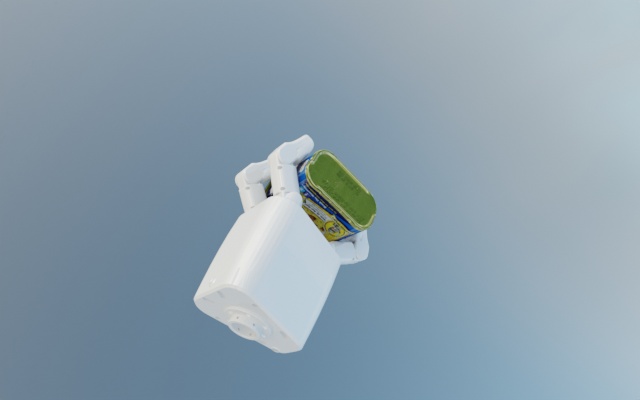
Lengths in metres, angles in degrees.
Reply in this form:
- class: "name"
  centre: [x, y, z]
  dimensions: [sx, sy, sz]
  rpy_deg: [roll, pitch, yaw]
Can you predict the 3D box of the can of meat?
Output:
- class: "can of meat"
  centre: [0.000, 0.002, 0.527]
  dimensions: [0.102, 0.057, 0.084]
  rpy_deg: [43, -41, -17]
